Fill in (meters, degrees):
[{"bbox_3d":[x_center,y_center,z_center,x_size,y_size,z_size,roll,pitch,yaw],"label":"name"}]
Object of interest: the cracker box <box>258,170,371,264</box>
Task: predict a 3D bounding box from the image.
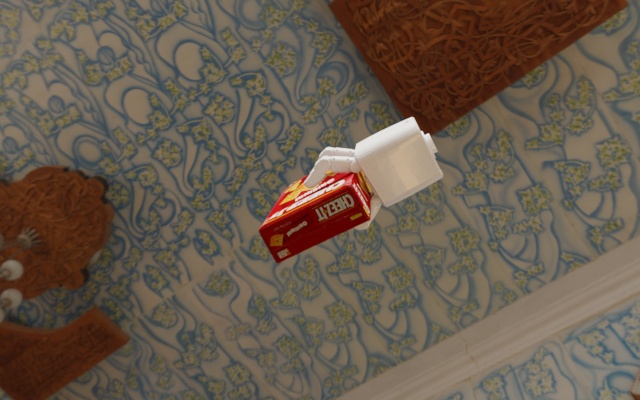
[{"bbox_3d":[0.000,0.003,0.807,0.164,0.072,0.213,-27,13,15],"label":"cracker box"}]
